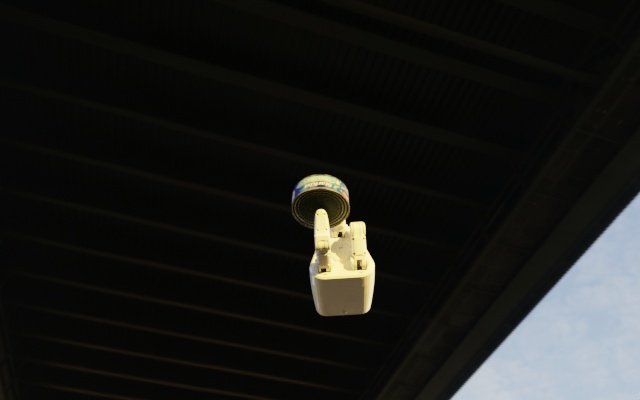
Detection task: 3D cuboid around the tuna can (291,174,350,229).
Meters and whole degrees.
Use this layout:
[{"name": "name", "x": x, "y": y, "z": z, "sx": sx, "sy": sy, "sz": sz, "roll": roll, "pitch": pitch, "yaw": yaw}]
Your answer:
[{"name": "tuna can", "x": 0.000, "y": 0.002, "z": 0.710, "sx": 0.086, "sy": 0.086, "sz": 0.033, "roll": 0, "pitch": 45, "yaw": 0}]
